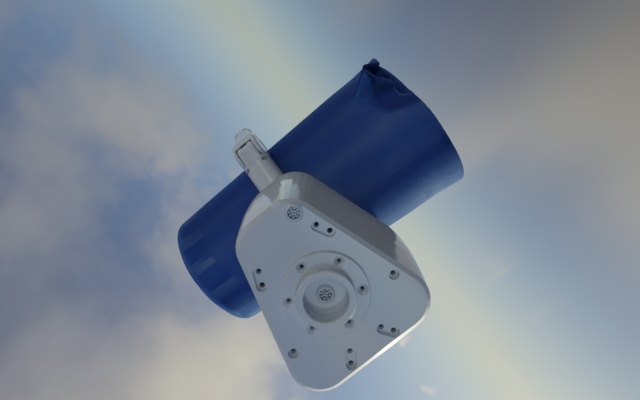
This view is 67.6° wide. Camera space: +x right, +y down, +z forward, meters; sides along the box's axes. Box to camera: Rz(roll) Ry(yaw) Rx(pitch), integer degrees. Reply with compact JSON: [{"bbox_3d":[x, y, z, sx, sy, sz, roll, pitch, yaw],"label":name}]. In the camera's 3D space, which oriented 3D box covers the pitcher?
[{"bbox_3d":[0.000,0.001,0.444,0.243,0.149,0.145,-37,8,4],"label":"pitcher"}]
